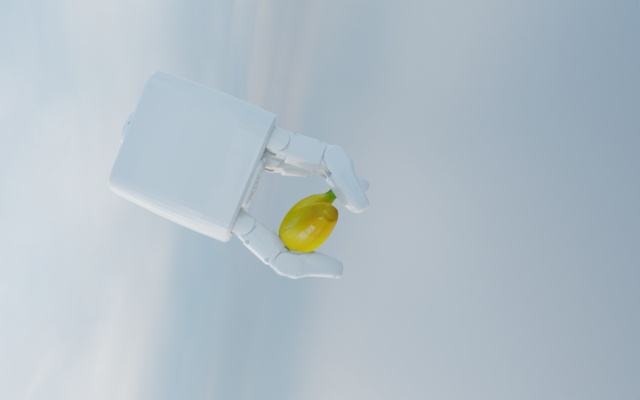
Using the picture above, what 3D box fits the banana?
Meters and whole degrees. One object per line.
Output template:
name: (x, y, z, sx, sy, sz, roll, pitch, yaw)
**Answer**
banana: (-0.011, 0.016, 0.438, 0.037, 0.069, 0.197, 36, 8, -3)
